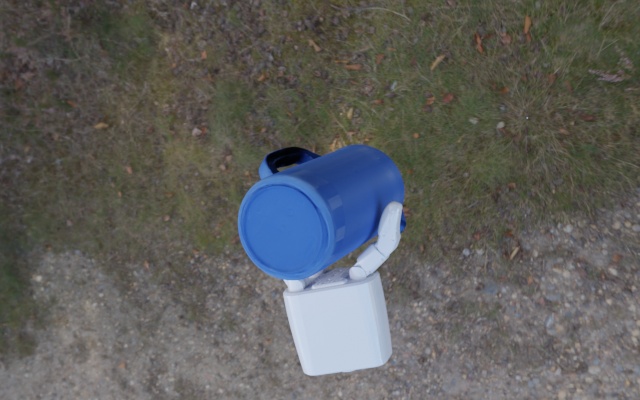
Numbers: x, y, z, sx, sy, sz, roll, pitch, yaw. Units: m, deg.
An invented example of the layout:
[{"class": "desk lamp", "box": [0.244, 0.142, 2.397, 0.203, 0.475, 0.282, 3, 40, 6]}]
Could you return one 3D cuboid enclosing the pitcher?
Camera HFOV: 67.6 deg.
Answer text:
[{"class": "pitcher", "box": [0.000, 0.002, 0.572, 0.149, 0.145, 0.243, -8, 7, 24]}]
